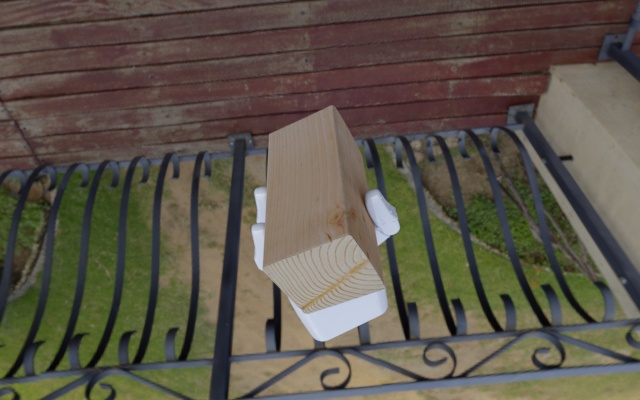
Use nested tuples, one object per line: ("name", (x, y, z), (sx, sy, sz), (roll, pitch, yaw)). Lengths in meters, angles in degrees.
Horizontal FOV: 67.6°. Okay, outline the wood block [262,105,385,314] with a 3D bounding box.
("wood block", (0.001, 0.002, 0.516), (0.091, 0.206, 0.090), (-22, -49, 15))
